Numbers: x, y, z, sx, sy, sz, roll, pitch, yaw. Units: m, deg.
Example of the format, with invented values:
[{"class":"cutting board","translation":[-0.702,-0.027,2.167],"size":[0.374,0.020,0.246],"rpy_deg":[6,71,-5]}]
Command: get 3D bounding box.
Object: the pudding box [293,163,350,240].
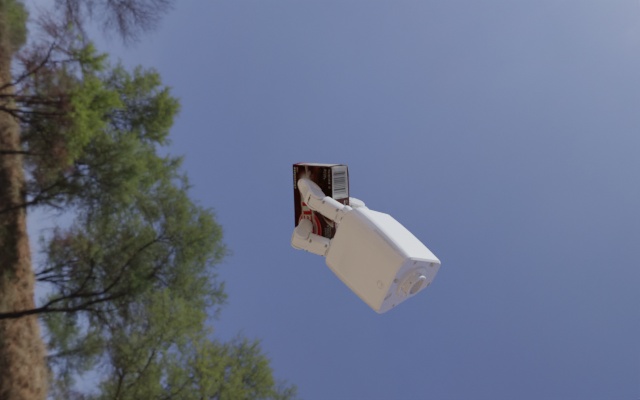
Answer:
[{"class":"pudding box","translation":[0.000,0.002,0.701],"size":[0.039,0.113,0.090],"rpy_deg":[-6,9,-41]}]
